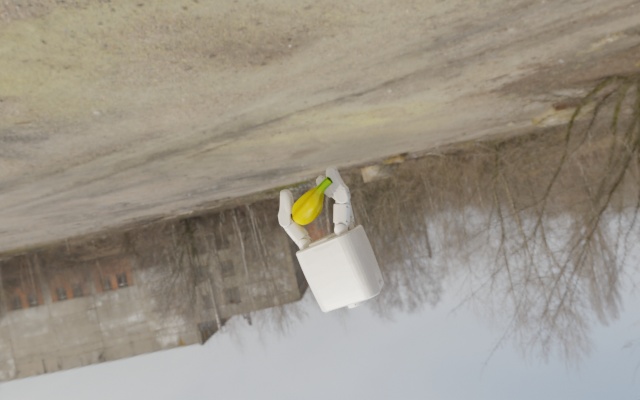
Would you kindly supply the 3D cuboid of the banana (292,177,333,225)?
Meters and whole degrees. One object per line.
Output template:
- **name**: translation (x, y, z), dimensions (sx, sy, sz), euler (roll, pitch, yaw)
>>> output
- **banana**: translation (-0.015, 0.012, 0.762), dimensions (0.069, 0.037, 0.198), euler (-33, -4, -10)
